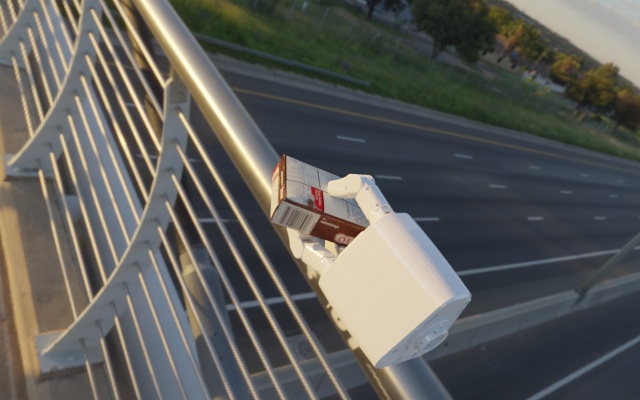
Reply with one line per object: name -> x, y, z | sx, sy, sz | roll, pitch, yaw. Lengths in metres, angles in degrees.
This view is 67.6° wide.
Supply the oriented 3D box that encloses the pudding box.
pudding box -> 0.000, 0.002, 0.554 | 0.113, 0.039, 0.090 | 22, 33, -19
